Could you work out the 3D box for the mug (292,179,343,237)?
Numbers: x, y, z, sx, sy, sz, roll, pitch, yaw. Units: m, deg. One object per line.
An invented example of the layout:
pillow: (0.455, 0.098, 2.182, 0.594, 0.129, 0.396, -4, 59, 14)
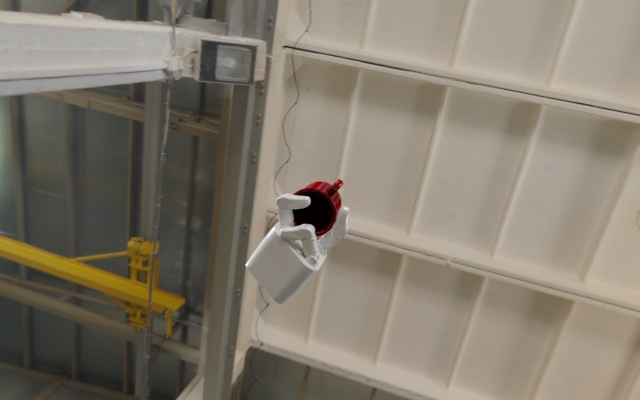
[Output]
mug: (0.001, 0.002, 0.894, 0.093, 0.117, 0.081, 41, 22, 0)
